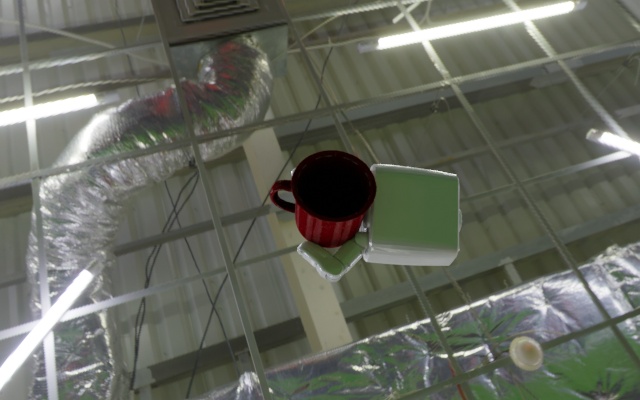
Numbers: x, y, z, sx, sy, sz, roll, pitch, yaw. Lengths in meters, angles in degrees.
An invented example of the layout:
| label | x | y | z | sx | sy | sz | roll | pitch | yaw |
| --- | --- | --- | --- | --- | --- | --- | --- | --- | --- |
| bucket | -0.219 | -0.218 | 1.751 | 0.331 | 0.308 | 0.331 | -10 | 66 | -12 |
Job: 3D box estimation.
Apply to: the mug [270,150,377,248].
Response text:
| label | x | y | z | sx | sy | sz | roll | pitch | yaw |
| --- | --- | --- | --- | --- | --- | --- | --- | --- | --- |
| mug | -0.001 | 0.002 | 0.550 | 0.117 | 0.093 | 0.081 | 6 | -31 | -1 |
